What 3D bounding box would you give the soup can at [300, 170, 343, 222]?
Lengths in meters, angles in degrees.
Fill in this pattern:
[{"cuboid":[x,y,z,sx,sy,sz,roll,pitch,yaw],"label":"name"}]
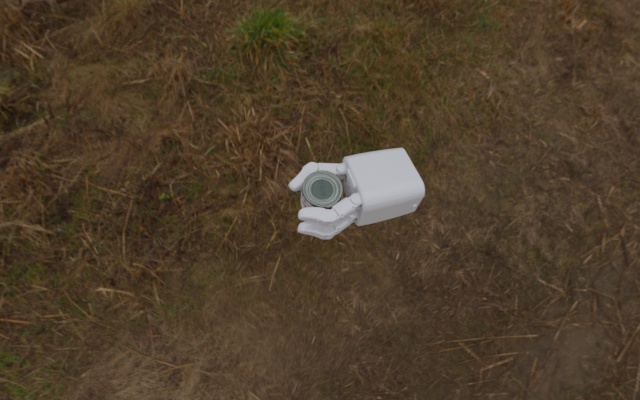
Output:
[{"cuboid":[0.000,0.002,0.793,0.068,0.068,0.102,0,-25,-4],"label":"soup can"}]
